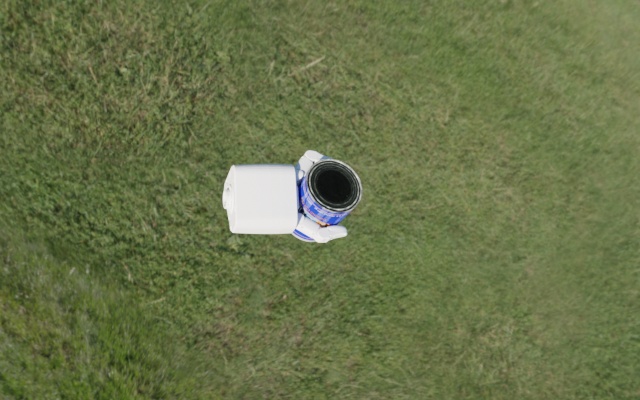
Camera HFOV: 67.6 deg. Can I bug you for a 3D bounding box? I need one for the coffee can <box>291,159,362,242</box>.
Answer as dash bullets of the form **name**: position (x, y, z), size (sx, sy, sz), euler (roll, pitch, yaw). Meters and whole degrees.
- **coffee can**: position (0.000, 0.003, 0.862), size (0.103, 0.102, 0.140), euler (0, -25, -23)
